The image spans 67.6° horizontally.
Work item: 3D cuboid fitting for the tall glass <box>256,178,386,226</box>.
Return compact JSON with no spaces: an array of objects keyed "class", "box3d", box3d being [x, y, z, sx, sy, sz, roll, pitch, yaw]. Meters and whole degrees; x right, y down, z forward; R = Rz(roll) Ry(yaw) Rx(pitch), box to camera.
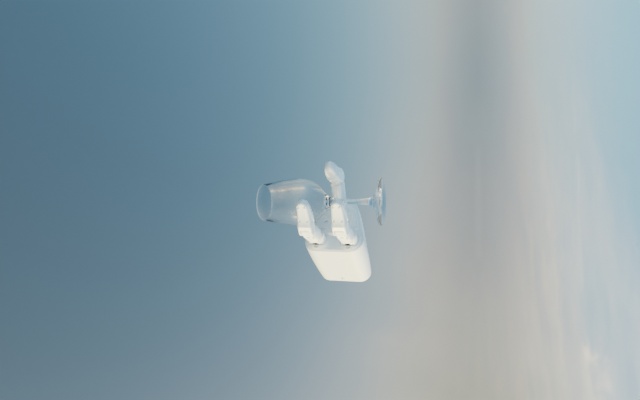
[{"class":"tall glass","box3d":[0.001,0.002,0.768,0.201,0.079,0.079,0,0,18]}]
